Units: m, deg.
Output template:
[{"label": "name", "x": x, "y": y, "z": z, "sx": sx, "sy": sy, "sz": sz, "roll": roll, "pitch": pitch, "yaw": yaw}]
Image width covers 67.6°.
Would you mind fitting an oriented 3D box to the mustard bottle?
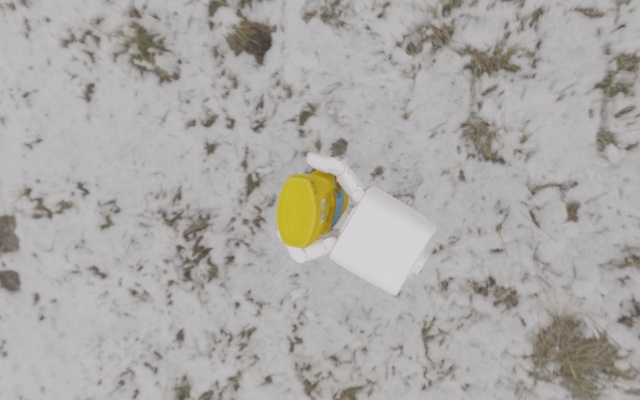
[{"label": "mustard bottle", "x": 0.000, "y": 0.002, "z": 0.703, "sx": 0.058, "sy": 0.096, "sz": 0.191, "roll": 6, "pitch": 11, "yaw": 19}]
